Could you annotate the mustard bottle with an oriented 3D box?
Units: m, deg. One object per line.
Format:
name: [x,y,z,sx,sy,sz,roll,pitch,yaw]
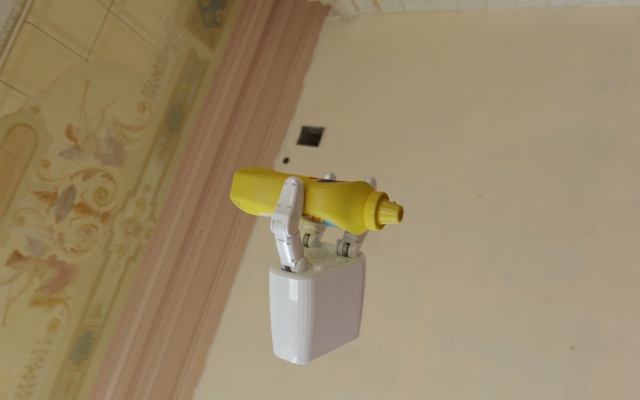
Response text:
mustard bottle: [0.000,0.001,0.533,0.191,0.058,0.096,10,-5,30]
